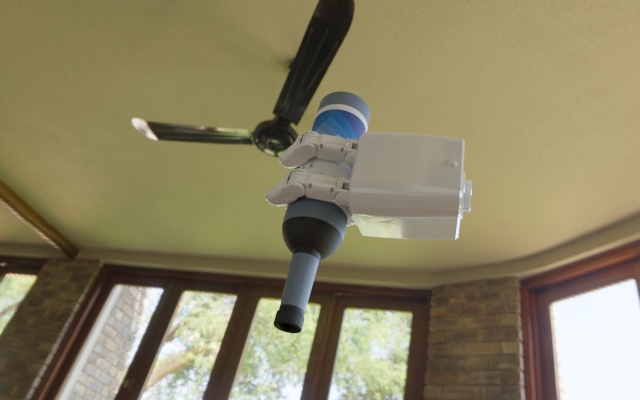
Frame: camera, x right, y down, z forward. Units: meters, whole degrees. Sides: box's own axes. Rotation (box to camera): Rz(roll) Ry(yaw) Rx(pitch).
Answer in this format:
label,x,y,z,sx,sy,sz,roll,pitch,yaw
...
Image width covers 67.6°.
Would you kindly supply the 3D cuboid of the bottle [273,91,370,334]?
label,x,y,z,sx,sy,sz,roll,pitch,yaw
bottle,0.000,0.002,0.525,0.069,0.295,0.069,10,-36,7
